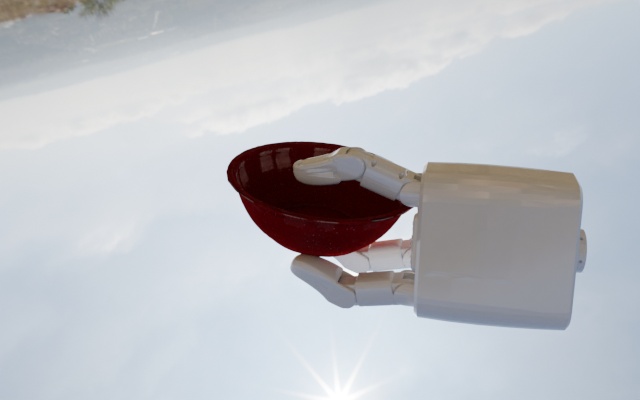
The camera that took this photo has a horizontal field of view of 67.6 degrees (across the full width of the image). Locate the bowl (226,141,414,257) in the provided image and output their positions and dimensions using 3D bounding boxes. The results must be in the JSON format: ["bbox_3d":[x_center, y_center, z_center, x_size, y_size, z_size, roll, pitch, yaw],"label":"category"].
[{"bbox_3d":[-0.001,0.001,0.413,0.162,0.055,0.162,6,26,-3],"label":"bowl"}]
